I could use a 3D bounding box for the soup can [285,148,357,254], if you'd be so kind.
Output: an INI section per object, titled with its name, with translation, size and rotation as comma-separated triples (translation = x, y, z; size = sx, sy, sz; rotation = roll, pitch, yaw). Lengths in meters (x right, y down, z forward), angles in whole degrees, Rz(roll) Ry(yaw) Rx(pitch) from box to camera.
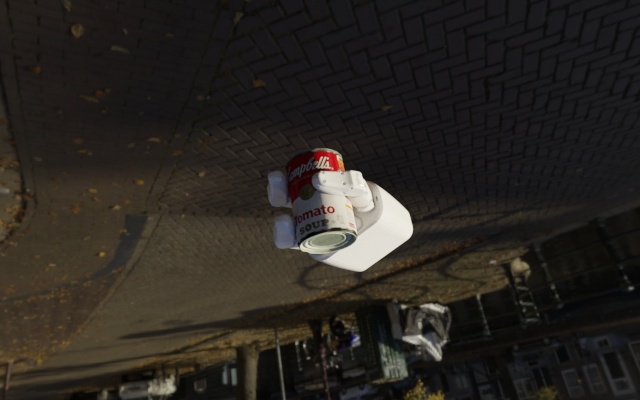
[soup can]
translation = 0.000, 0.002, 0.541
size = 0.068, 0.102, 0.068
rotation = -8, -25, -4
